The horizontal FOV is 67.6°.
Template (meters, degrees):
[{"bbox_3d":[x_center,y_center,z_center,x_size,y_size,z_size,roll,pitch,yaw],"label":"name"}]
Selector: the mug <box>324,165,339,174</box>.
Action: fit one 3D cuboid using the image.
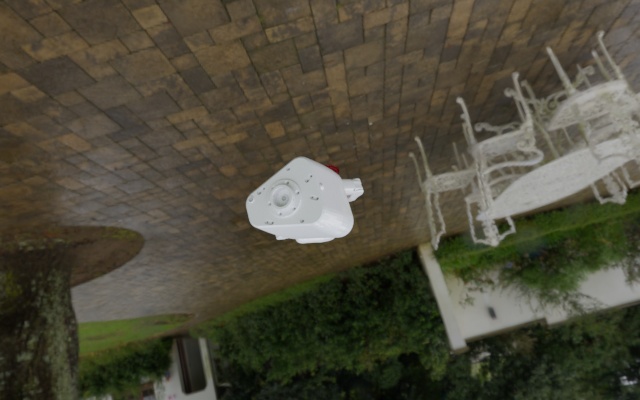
[{"bbox_3d":[0.001,0.003,0.758,0.093,0.081,0.117,-21,-17,19],"label":"mug"}]
